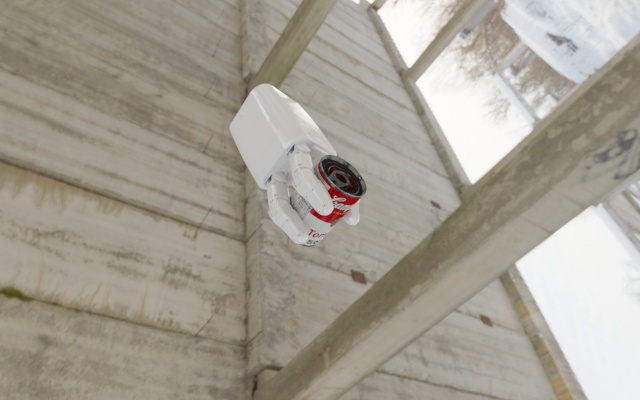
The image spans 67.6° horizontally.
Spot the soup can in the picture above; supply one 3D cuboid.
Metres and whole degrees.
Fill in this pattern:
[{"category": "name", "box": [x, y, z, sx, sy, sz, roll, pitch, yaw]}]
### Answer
[{"category": "soup can", "box": [0.000, 0.003, 0.599, 0.068, 0.068, 0.102, 0, -40, -47]}]
